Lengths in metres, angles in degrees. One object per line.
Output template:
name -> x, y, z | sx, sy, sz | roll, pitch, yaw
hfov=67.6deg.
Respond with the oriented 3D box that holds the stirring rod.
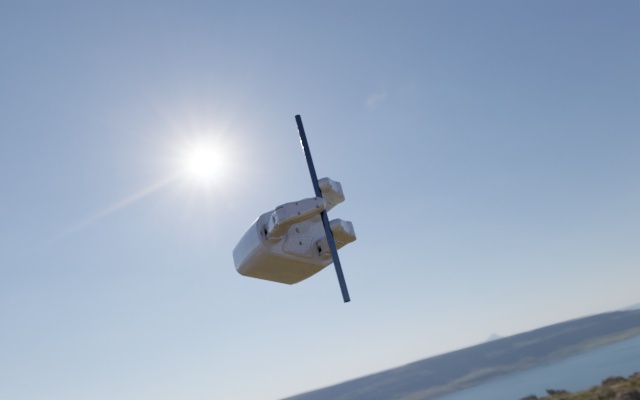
stirring rod -> 0.000, 0.002, 0.562 | 0.011, 0.239, 0.011 | -13, -21, -5
